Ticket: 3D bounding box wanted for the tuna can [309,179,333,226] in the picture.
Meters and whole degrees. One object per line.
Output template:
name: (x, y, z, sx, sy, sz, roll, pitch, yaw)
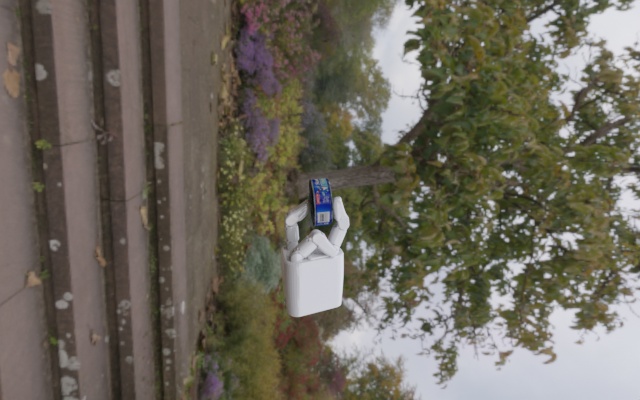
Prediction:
tuna can: (0.001, 0.003, 0.868, 0.034, 0.086, 0.086, -5, 0, -6)
